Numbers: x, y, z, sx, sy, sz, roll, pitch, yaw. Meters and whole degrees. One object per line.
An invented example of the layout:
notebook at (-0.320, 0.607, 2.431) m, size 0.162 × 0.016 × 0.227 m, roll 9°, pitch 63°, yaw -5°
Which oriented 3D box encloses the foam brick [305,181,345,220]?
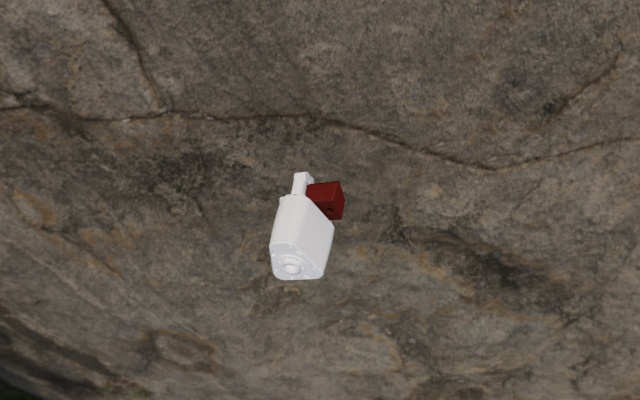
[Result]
foam brick at (0.000, 0.003, 0.870) m, size 0.078 × 0.051 × 0.053 m, roll -6°, pitch -46°, yaw 20°
